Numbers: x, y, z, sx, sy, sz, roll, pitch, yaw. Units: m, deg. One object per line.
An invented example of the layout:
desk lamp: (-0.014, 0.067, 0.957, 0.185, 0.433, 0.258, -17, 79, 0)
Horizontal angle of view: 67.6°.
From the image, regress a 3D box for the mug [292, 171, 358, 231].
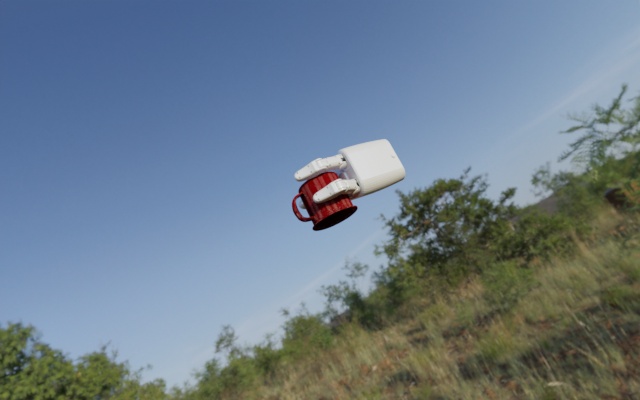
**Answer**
mug: (-0.001, 0.003, 0.883, 0.117, 0.081, 0.093, -18, -18, -27)
